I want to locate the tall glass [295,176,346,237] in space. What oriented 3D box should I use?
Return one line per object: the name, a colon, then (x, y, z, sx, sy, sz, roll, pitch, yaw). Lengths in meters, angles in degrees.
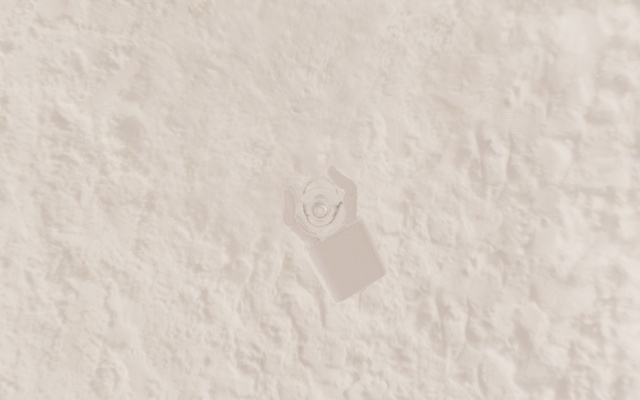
tall glass: (0.000, 0.003, 0.793, 0.079, 0.079, 0.201, 0, 9, 0)
